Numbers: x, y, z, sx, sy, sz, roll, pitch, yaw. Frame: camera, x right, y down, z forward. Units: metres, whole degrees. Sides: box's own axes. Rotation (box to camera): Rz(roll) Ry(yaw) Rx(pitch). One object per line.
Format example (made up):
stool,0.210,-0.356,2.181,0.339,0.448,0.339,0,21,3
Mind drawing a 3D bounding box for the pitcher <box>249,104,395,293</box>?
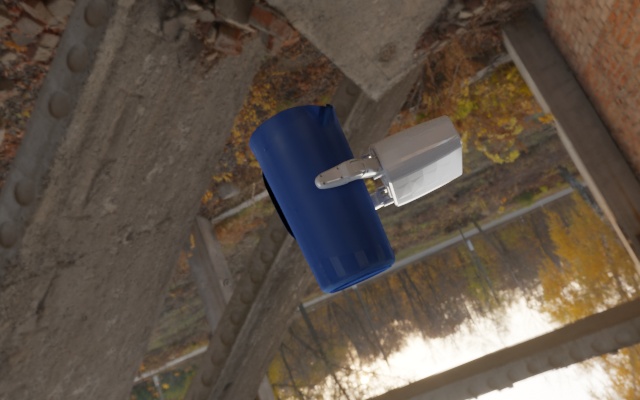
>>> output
pitcher,0.000,0.002,0.665,0.145,0.242,0.149,-25,-14,3
